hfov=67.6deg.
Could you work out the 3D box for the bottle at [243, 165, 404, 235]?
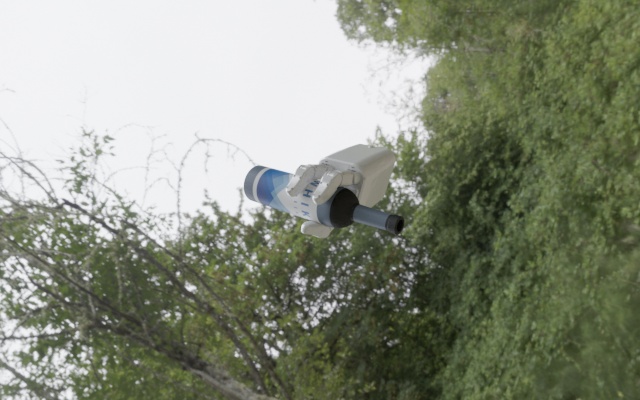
[{"bbox_3d":[0.000,0.003,0.774,0.295,0.069,0.069,16,10,36],"label":"bottle"}]
